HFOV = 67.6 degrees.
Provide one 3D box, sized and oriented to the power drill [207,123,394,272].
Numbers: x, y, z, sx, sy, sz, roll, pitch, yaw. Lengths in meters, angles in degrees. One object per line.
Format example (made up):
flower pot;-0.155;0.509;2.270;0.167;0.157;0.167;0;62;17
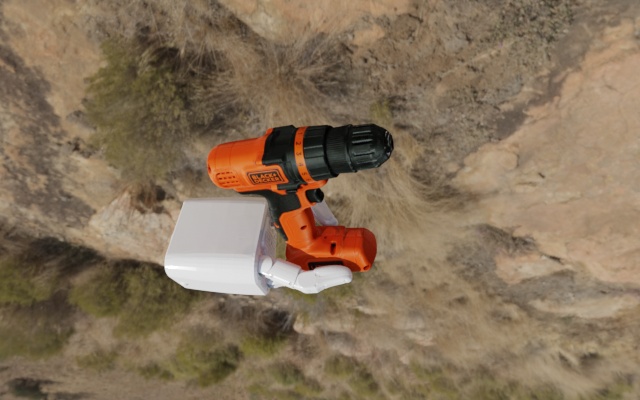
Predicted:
power drill;0.000;0.002;0.495;0.184;0.057;0.188;-4;-44;23
